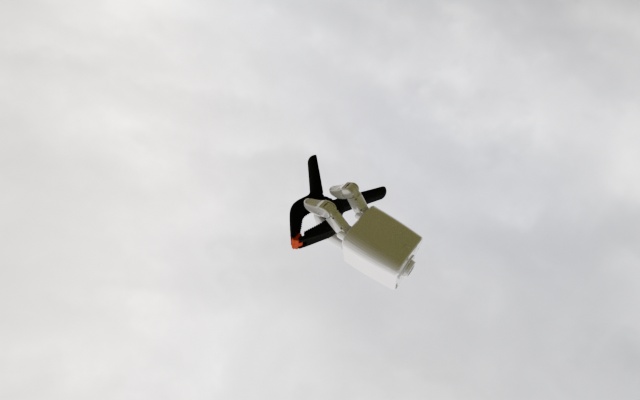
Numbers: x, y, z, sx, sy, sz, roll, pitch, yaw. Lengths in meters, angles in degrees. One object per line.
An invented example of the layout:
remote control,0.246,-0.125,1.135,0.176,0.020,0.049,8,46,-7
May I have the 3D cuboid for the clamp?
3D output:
clamp,0.000,0.004,0.860,0.164,0.036,0.210,31,53,20
